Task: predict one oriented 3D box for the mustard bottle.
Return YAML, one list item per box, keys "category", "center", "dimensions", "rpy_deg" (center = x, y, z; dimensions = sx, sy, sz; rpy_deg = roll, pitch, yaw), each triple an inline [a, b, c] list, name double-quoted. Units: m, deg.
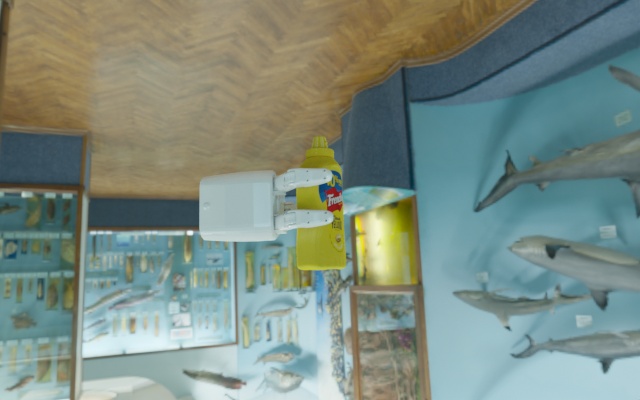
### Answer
- category: "mustard bottle"
  center: [0.000, 0.002, 0.682]
  dimensions: [0.058, 0.191, 0.096]
  rpy_deg: [-7, -10, 28]
